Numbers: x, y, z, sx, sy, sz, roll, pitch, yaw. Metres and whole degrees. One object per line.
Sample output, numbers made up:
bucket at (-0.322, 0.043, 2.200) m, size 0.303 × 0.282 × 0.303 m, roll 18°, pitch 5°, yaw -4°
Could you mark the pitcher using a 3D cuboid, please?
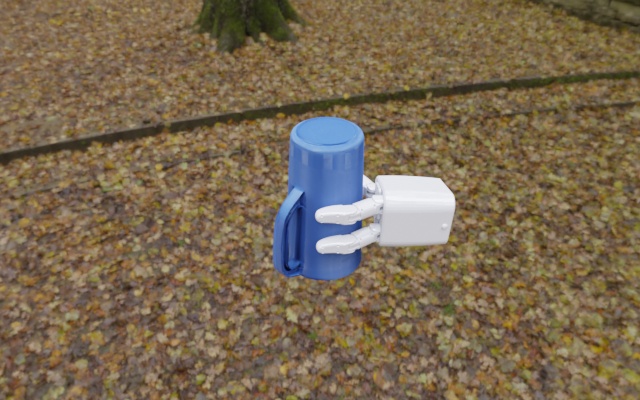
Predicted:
pitcher at (0.000, 0.002, 0.749) m, size 0.145 × 0.243 × 0.149 m, roll 1°, pitch 35°, yaw -1°
